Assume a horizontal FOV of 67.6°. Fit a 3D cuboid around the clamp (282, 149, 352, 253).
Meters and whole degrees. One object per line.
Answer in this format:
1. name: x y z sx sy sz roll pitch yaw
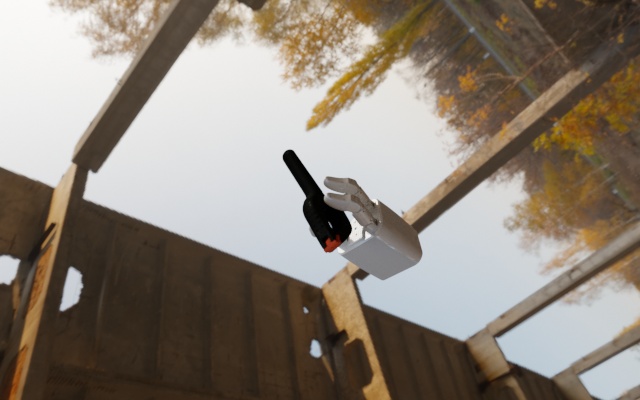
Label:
1. clamp: 0.000 0.004 0.793 0.164 0.036 0.209 35 26 -21
